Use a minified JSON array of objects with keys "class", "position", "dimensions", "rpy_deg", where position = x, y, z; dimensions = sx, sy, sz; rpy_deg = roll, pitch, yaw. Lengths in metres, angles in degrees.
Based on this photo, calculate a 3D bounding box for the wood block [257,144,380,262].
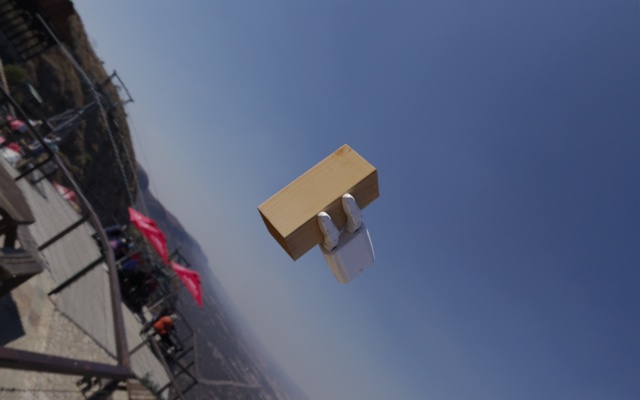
[{"class":"wood block","position":[0.000,0.003,0.880],"dimensions":[0.206,0.090,0.090],"rpy_deg":[-37,-33,-14]}]
